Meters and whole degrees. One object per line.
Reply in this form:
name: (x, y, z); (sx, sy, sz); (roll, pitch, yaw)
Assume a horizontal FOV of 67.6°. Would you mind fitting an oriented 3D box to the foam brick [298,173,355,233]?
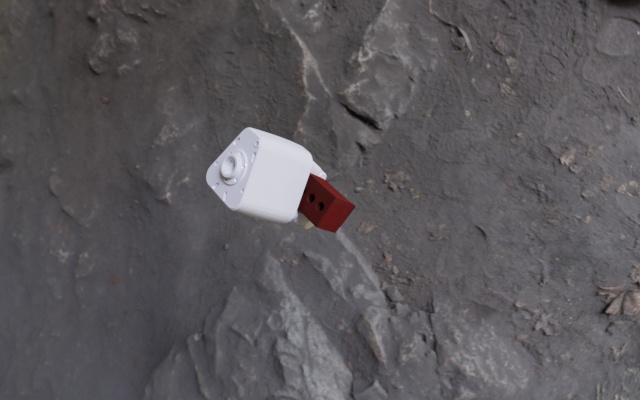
foam brick: (0.000, 0.002, 0.705); (0.078, 0.053, 0.051); (42, 12, 36)
